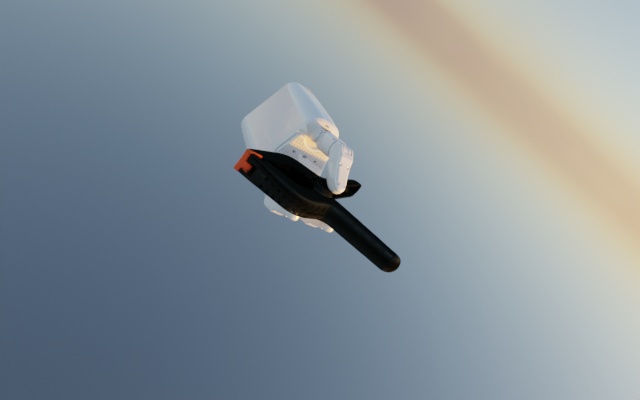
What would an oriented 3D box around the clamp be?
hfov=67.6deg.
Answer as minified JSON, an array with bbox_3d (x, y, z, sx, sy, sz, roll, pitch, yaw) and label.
[{"bbox_3d":[0.000,0.001,0.546,0.210,0.036,0.164,23,27,-38],"label":"clamp"}]
